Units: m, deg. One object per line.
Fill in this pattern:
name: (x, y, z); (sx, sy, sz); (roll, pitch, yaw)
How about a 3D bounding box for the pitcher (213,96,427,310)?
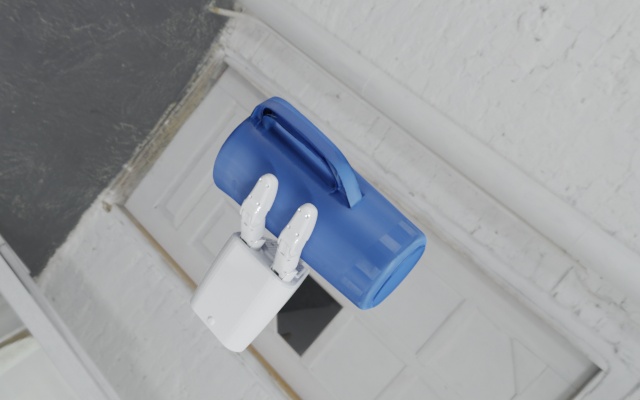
pitcher: (0.000, 0.002, 0.547); (0.242, 0.145, 0.149); (41, 13, 20)
